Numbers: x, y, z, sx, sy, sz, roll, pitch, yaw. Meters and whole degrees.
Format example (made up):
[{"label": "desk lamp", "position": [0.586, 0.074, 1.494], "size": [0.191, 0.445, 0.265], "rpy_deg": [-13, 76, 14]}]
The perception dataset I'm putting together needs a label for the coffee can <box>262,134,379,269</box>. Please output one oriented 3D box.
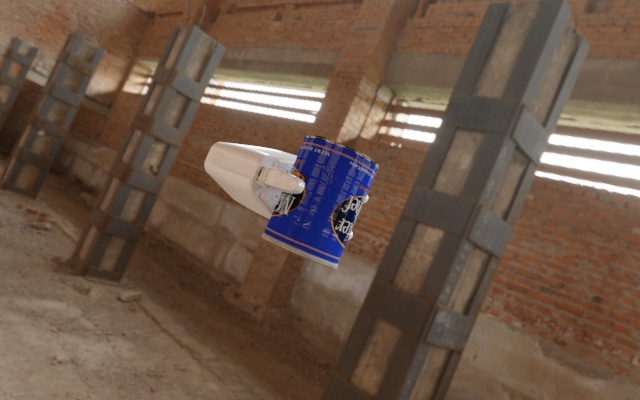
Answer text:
[{"label": "coffee can", "position": [0.000, 0.002, 0.604], "size": [0.103, 0.140, 0.103], "rpy_deg": [23, -3, 1]}]
